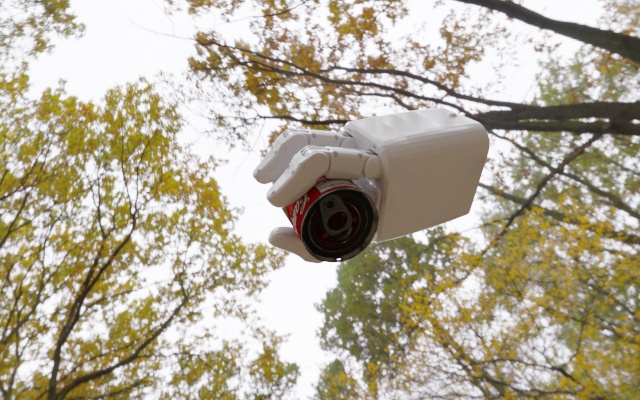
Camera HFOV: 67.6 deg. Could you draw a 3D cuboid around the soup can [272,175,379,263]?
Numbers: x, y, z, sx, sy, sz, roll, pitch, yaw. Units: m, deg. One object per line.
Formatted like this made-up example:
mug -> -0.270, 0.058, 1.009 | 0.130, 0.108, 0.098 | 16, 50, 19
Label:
soup can -> 0.000, 0.002, 0.432 | 0.068, 0.068, 0.102 | 0, 23, -21
